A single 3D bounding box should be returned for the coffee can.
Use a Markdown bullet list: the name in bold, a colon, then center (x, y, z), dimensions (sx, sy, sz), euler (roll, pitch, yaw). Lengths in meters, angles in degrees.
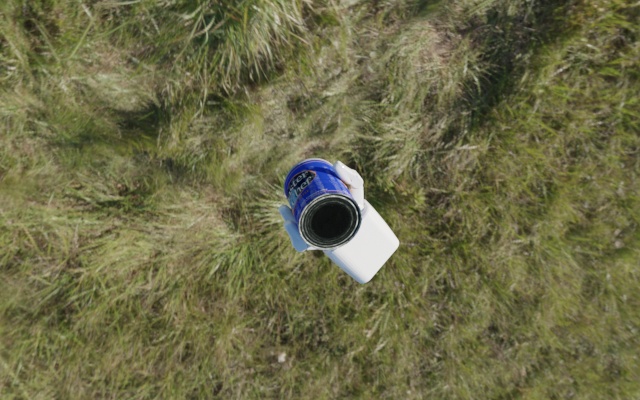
- **coffee can**: center (0.000, 0.002, 0.798), dimensions (0.103, 0.103, 0.140), euler (0, 27, -15)
